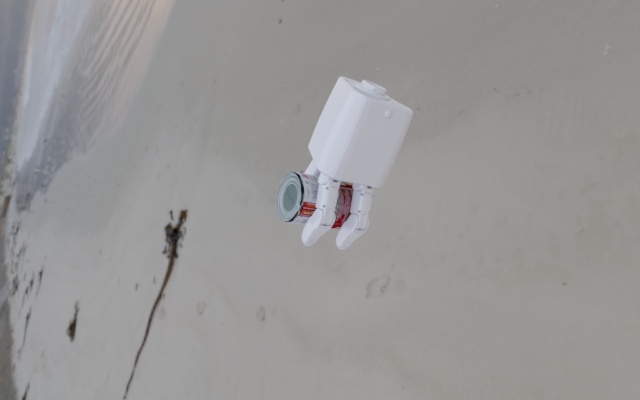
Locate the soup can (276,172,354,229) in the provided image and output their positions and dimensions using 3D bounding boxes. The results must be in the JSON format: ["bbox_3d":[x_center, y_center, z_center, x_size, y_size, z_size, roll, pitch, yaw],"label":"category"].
[{"bbox_3d":[0.000,0.002,0.642,0.102,0.068,0.068,9,-5,-33],"label":"soup can"}]
